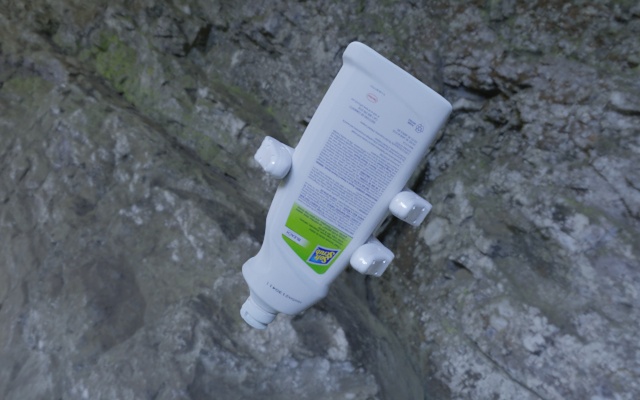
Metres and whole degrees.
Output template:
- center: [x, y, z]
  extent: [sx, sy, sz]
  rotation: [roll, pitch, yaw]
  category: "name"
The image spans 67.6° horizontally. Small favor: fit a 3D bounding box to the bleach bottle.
- center: [0.000, 0.001, 0.411]
  extent: [0.102, 0.251, 0.068]
  rotation: [33, 11, -3]
  category: "bleach bottle"
